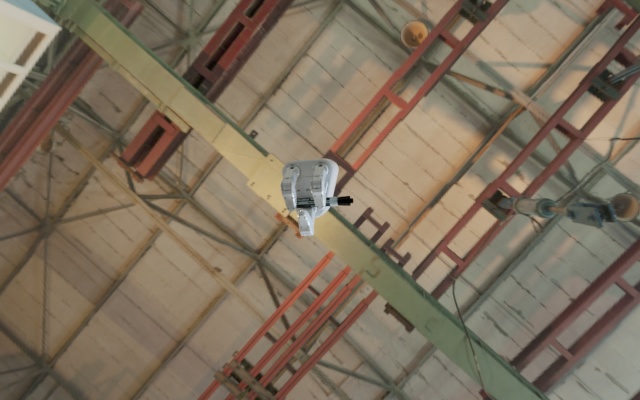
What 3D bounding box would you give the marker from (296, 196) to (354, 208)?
[{"bbox_3d":[0.000,0.003,0.878,0.121,0.020,0.020,-3,-1,10],"label":"marker"}]
